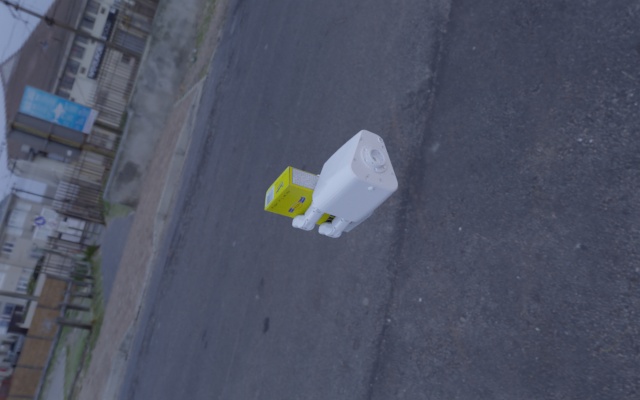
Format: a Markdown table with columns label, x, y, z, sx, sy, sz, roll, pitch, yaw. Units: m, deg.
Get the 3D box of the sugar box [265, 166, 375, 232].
| label | x | y | z | sx | sy | sz | roll | pitch | yaw |
| --- | --- | --- | --- | --- | --- | --- | --- | --- | --- |
| sugar box | 0.000 | 0.003 | 0.844 | 0.176 | 0.048 | 0.093 | 18 | -37 | -25 |
